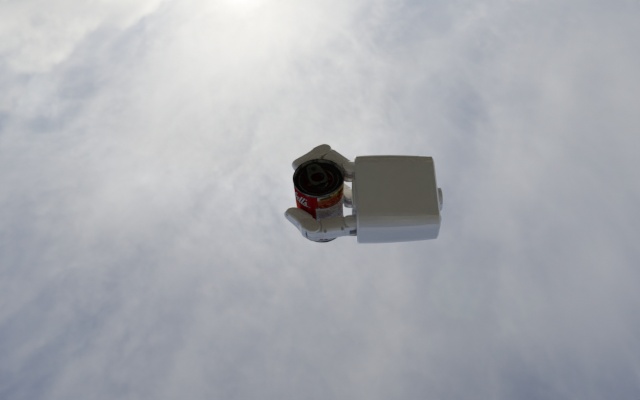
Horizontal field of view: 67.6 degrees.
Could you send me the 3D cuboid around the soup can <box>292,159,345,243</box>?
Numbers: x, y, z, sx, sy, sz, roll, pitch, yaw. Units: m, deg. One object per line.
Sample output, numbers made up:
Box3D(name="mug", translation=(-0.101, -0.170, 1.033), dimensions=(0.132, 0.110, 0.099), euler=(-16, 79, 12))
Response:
Box3D(name="soup can", translation=(0.000, 0.002, 0.656), dimensions=(0.068, 0.068, 0.102), euler=(0, -41, 4))
